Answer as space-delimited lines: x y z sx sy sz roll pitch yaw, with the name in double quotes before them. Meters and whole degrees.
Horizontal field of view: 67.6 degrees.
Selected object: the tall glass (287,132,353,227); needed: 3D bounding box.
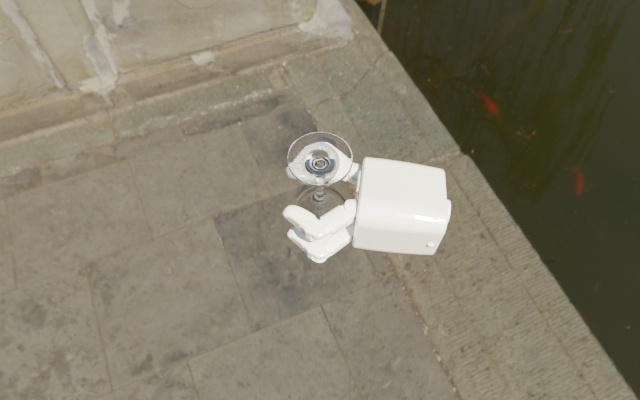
"tall glass" 0.000 0.002 0.619 0.079 0.079 0.201 0 -30 0
